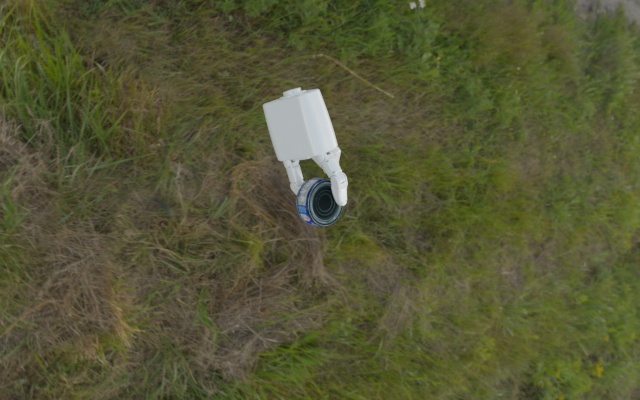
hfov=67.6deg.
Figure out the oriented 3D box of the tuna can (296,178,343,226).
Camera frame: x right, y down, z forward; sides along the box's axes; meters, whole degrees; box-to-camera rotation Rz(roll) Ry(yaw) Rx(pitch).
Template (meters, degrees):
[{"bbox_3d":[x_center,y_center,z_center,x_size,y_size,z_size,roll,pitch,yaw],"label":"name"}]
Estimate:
[{"bbox_3d":[0.001,0.003,0.851,0.086,0.086,0.034,0,5,-40],"label":"tuna can"}]
